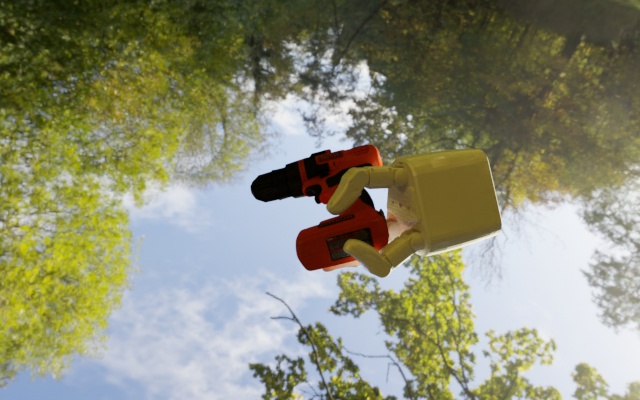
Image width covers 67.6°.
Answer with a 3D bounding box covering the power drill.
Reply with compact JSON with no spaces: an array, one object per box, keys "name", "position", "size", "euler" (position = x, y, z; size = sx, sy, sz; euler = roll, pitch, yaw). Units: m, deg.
[{"name":"power drill","position":[0.000,0.002,0.602],"size":[0.184,0.057,0.187],"euler":[-16,36,4]}]
